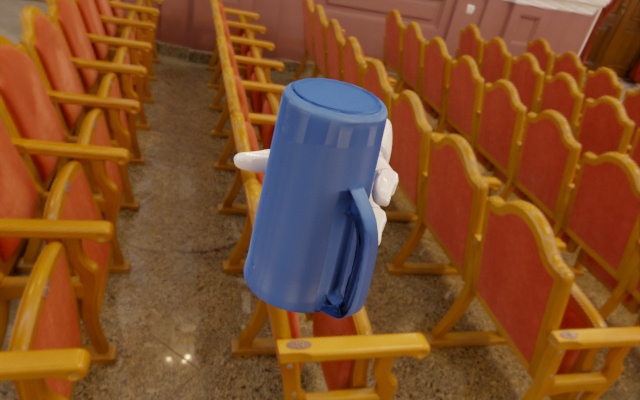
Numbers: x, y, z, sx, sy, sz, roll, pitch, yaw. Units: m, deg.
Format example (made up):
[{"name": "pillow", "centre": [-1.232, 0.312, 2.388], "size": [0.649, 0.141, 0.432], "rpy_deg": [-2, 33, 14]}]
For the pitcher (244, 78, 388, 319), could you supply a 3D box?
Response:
[{"name": "pitcher", "centre": [0.000, 0.002, 0.528], "size": [0.149, 0.243, 0.145], "rpy_deg": [15, 31, 4]}]
